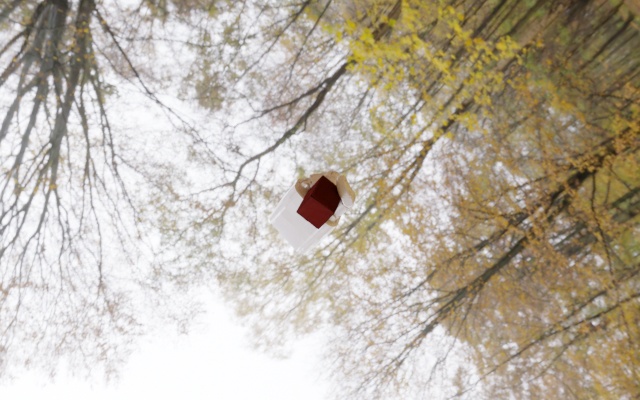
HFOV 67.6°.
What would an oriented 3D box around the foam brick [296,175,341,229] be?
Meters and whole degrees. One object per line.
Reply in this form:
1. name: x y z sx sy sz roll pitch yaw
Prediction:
1. foam brick: 0.000 0.003 0.856 0.051 0.053 0.078 -46 9 33
